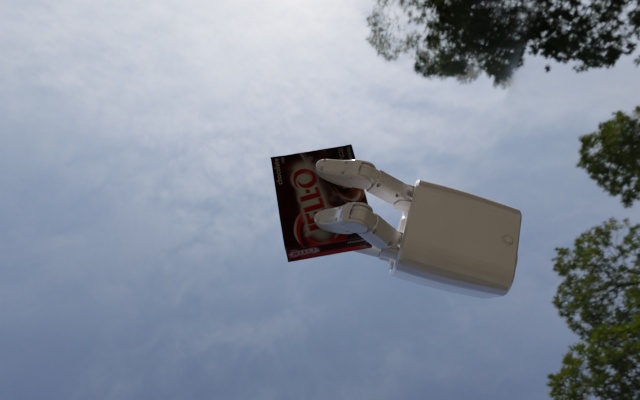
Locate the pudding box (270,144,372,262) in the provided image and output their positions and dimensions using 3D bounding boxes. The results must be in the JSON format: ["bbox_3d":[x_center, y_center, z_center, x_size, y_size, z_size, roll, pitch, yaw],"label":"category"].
[{"bbox_3d":[0.000,0.002,0.497,0.090,0.113,0.039,-9,-31,-5],"label":"pudding box"}]
